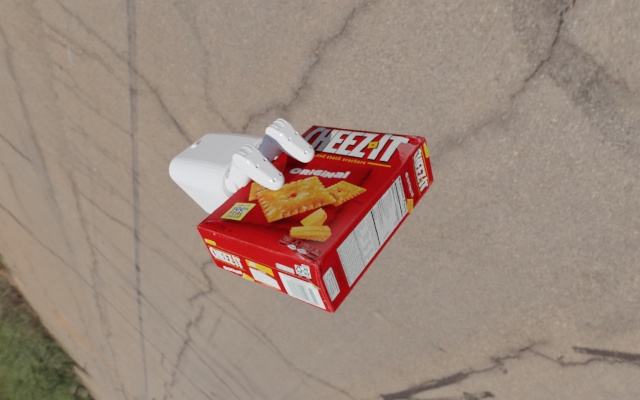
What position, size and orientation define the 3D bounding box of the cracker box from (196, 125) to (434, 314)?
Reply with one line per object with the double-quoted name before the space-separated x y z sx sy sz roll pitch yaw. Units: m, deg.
"cracker box" 0.000 0.002 0.522 0.164 0.072 0.213 13 46 36
